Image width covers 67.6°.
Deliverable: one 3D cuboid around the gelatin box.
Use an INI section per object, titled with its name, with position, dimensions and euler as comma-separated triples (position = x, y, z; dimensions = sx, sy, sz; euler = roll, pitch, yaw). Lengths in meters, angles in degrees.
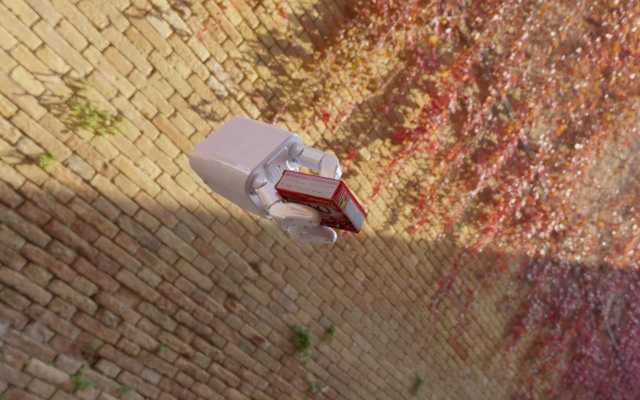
[gelatin box]
position = 0.001, 0.001, 0.554
dimensions = 0.089, 0.030, 0.073
euler = 12, -26, 37
